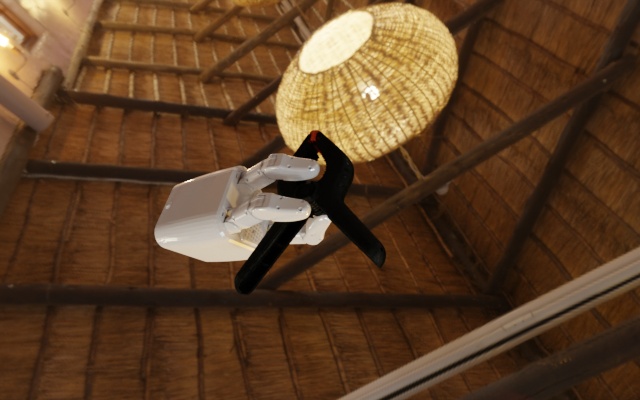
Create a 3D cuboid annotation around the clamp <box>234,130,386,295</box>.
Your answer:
[{"bbox_3d":[0.000,0.002,0.519,0.164,0.209,0.036,-9,-41,27],"label":"clamp"}]
